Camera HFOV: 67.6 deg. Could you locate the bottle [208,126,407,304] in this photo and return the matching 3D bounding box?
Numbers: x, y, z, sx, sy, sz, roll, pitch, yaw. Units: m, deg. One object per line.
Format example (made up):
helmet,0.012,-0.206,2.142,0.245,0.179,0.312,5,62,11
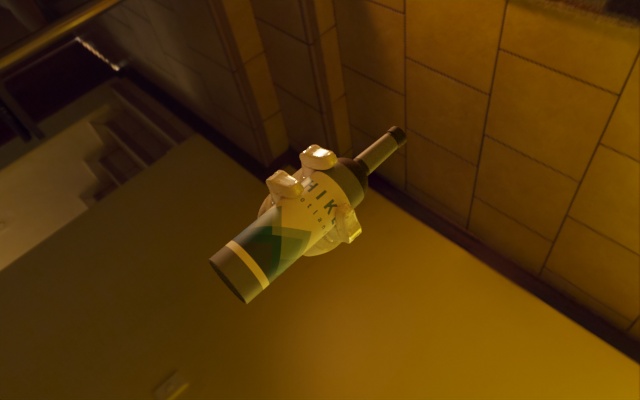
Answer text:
bottle,0.000,0.002,0.586,0.295,0.069,0.069,-41,16,-20
